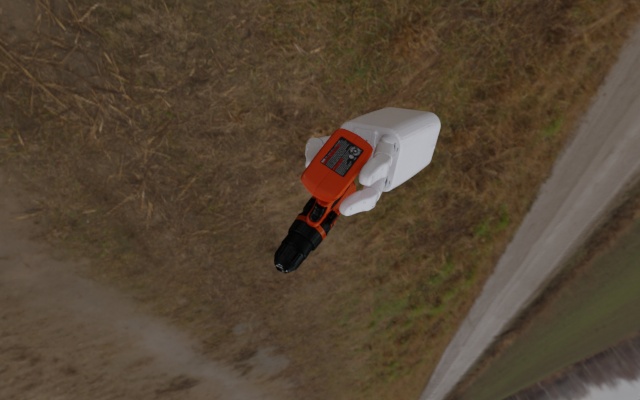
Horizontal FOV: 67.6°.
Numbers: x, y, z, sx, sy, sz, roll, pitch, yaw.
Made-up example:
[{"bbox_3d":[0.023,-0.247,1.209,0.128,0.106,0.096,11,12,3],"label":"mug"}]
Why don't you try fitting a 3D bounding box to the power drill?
[{"bbox_3d":[0.000,0.002,0.655,0.057,0.184,0.188,32,-26,6],"label":"power drill"}]
